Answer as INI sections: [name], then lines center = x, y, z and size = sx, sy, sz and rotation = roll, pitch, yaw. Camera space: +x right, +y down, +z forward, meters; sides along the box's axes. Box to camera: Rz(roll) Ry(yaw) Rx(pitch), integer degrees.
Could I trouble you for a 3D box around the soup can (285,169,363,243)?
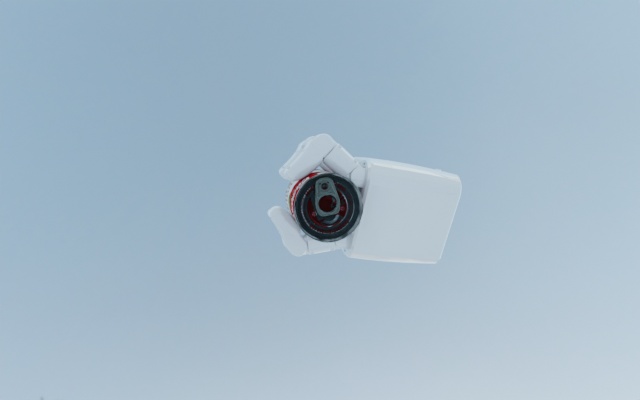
[soup can]
center = 0.000, 0.002, 0.507
size = 0.068, 0.068, 0.102
rotation = 0, 6, -10
